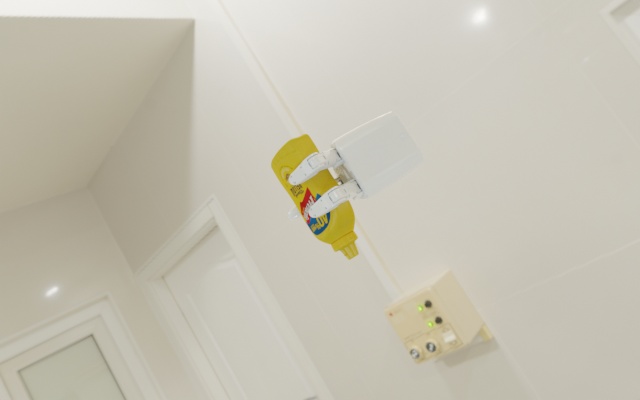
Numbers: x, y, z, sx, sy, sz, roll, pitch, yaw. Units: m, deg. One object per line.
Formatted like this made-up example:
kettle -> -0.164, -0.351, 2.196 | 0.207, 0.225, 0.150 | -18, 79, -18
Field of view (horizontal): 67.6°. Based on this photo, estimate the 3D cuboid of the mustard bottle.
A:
mustard bottle -> 0.000, 0.002, 0.714 | 0.058, 0.191, 0.096 | -26, -10, -35
